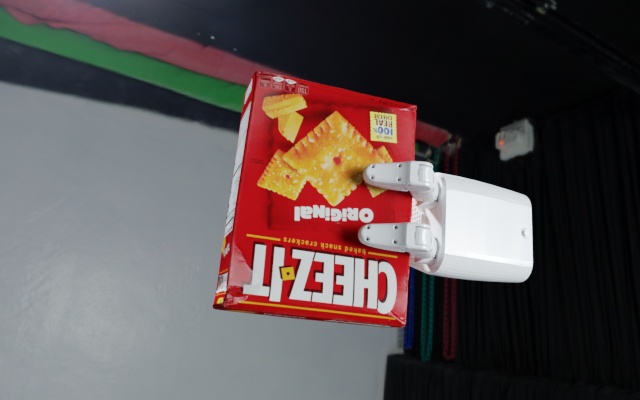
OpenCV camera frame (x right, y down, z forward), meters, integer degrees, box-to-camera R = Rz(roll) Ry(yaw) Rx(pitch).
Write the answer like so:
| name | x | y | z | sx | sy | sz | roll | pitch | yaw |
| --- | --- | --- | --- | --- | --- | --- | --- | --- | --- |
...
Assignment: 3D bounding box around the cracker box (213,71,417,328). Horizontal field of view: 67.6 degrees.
| name | x | y | z | sx | sy | sz | roll | pitch | yaw |
| --- | --- | --- | --- | --- | --- | --- | --- | --- | --- |
| cracker box | 0.000 | 0.001 | 0.445 | 0.164 | 0.213 | 0.072 | 10 | -16 | -16 |
